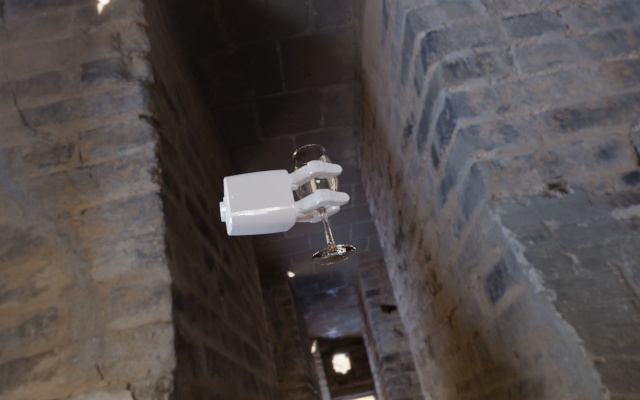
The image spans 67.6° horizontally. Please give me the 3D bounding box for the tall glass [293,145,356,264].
[{"bbox_3d":[0.000,0.003,0.822,0.079,0.201,0.079,-11,-26,-5],"label":"tall glass"}]
